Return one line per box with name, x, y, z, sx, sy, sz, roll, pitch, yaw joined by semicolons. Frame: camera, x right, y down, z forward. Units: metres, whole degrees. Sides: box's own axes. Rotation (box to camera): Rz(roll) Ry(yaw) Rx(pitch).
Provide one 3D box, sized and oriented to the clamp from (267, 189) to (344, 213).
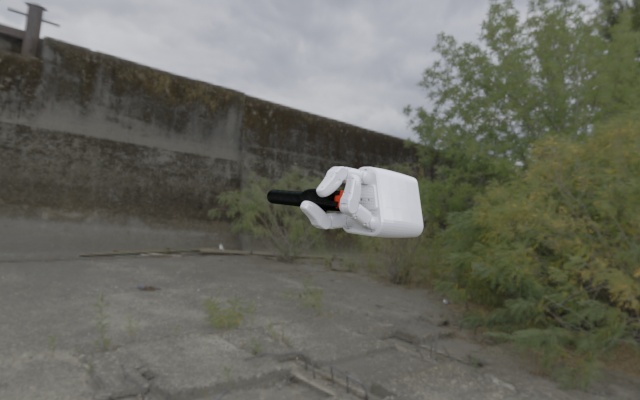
clamp;0.000;0.002;0.808;0.120;0.039;0.171;7;-2;-38
